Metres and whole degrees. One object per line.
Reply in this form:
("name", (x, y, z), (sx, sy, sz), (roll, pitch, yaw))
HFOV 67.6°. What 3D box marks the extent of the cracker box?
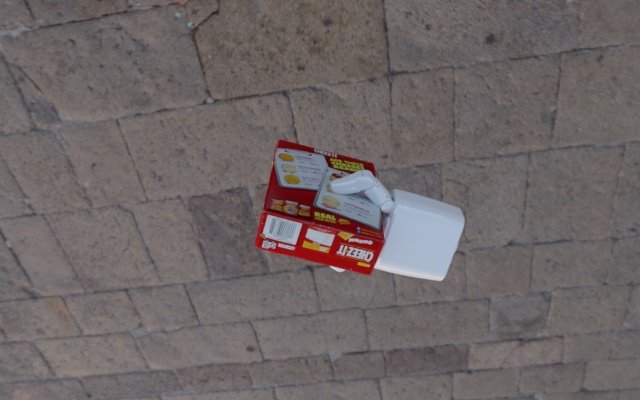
("cracker box", (0.000, 0.002, 0.702), (0.164, 0.072, 0.213), (14, 31, -7))
